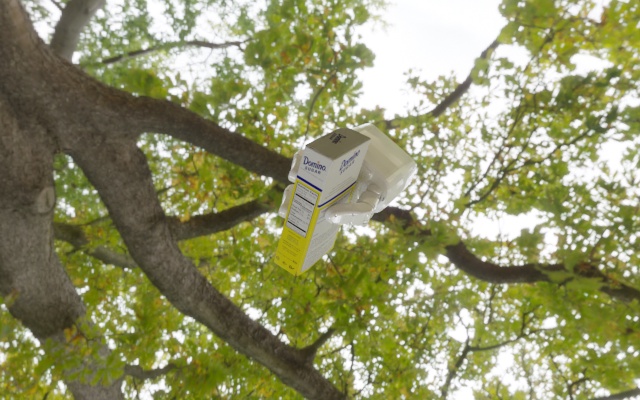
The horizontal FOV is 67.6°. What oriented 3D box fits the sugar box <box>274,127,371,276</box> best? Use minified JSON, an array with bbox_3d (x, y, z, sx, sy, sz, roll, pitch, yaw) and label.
[{"bbox_3d":[0.000,0.002,0.591,0.048,0.176,0.093,29,34,21],"label":"sugar box"}]
